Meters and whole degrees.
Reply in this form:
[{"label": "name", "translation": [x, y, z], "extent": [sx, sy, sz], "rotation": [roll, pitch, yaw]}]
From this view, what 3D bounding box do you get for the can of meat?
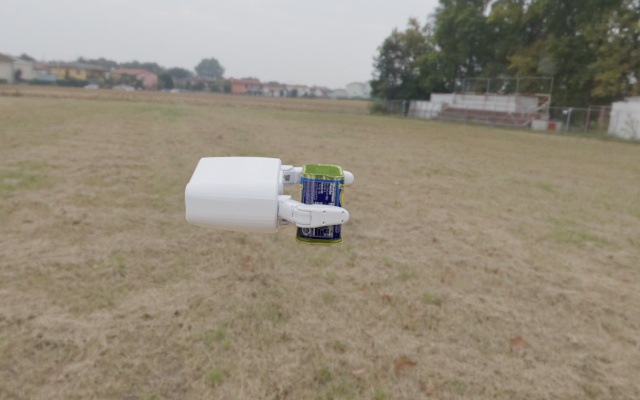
[{"label": "can of meat", "translation": [0.000, 0.002, 0.593], "extent": [0.057, 0.084, 0.102], "rotation": [3, 12, -1]}]
